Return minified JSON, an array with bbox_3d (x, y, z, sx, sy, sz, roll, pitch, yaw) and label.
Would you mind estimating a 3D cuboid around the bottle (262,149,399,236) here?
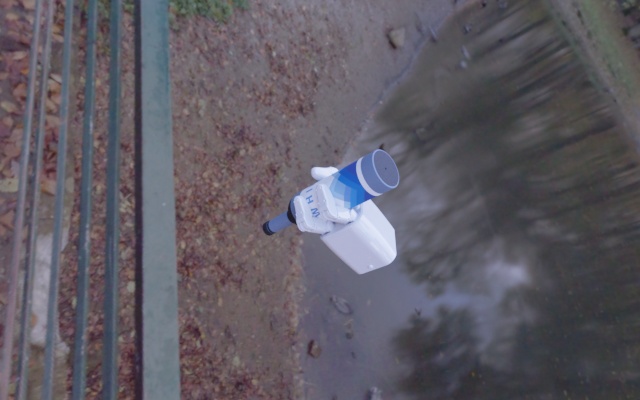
[{"bbox_3d":[0.000,0.003,0.838,0.296,0.069,0.069,-27,-18,38],"label":"bottle"}]
